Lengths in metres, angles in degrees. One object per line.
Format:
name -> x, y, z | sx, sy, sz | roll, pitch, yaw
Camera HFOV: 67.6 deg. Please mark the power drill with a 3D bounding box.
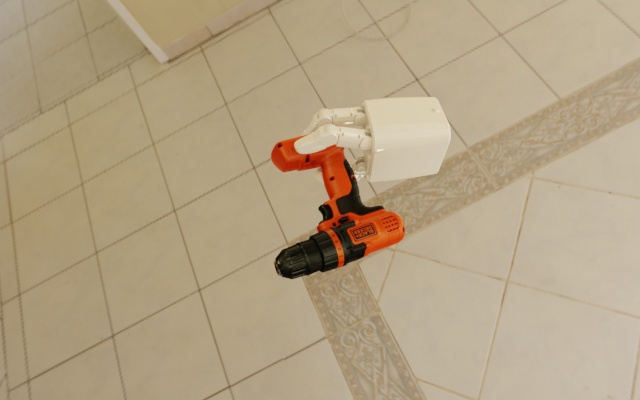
power drill -> 0.000, 0.002, 0.646 | 0.184, 0.187, 0.057 | -16, -21, -22
